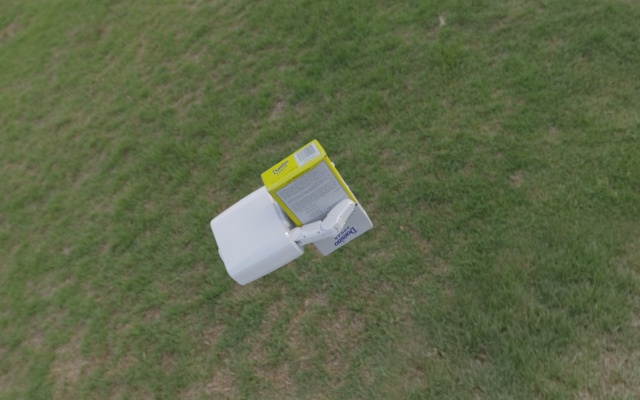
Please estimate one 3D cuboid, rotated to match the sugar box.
[{"bbox_3d":[0.000,0.002,0.697,0.093,0.048,0.176,-32,-43,5],"label":"sugar box"}]
